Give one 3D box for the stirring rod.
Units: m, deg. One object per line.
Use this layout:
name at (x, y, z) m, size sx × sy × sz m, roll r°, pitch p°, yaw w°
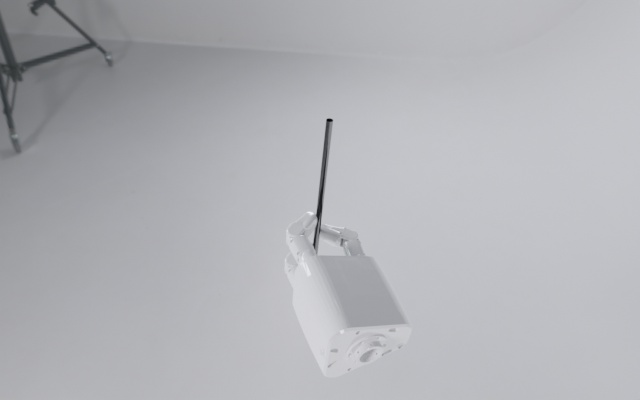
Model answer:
stirring rod at (0.000, 0.002, 0.611) m, size 0.011 × 0.240 × 0.011 m, roll 4°, pitch 40°, yaw -3°
